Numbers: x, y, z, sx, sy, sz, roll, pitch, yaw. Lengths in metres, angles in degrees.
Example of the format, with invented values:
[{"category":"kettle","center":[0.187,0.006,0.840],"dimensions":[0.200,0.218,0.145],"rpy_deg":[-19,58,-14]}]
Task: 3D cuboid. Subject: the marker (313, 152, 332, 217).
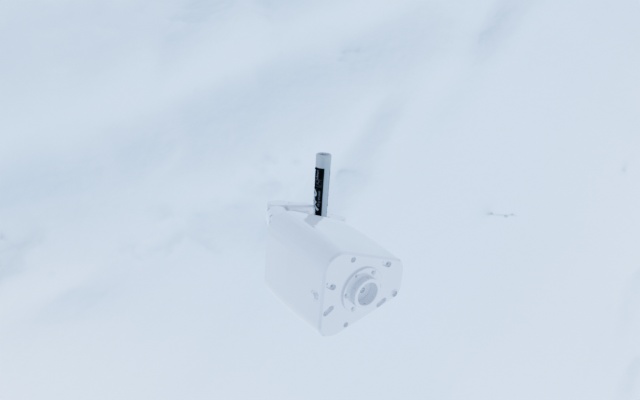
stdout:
[{"category":"marker","center":[0.000,0.002,0.582],"dimensions":[0.020,0.121,0.020],"rpy_deg":[4,20,-1]}]
